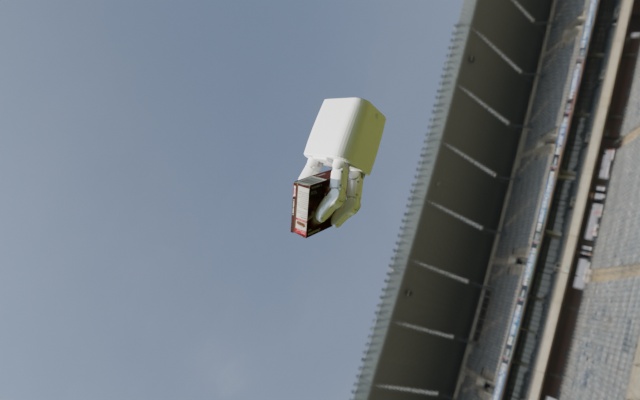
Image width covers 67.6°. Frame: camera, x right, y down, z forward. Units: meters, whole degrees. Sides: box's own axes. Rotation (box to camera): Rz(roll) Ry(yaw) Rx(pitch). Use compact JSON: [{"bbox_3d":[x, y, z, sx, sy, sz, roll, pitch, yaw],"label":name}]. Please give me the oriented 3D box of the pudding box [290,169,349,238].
[{"bbox_3d":[0.000,0.002,0.792,0.039,0.090,0.113,18,23,35],"label":"pudding box"}]
